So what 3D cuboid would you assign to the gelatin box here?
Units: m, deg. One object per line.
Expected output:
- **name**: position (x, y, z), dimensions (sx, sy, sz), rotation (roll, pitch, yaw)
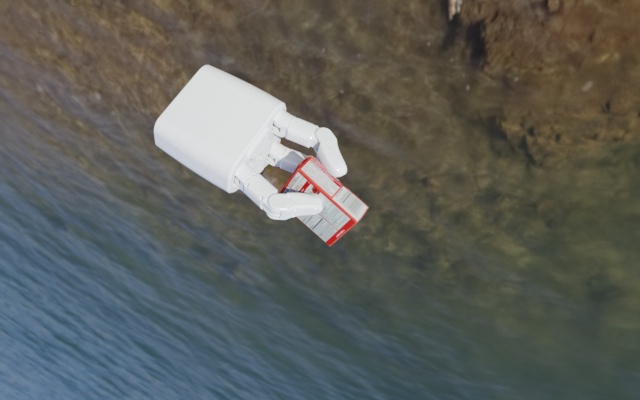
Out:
- **gelatin box**: position (0.000, 0.002, 0.542), dimensions (0.030, 0.089, 0.073), rotation (-48, 0, -36)
